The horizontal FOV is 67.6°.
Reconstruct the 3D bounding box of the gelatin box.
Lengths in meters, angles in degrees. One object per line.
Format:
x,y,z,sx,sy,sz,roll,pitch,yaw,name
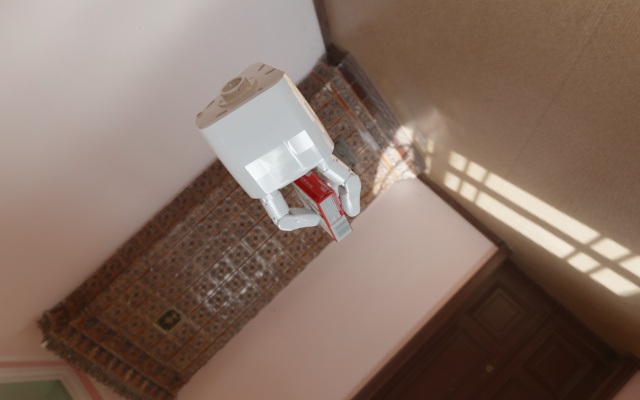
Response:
0.000,0.002,0.613,0.030,0.089,0.073,-38,48,-10,gelatin box
